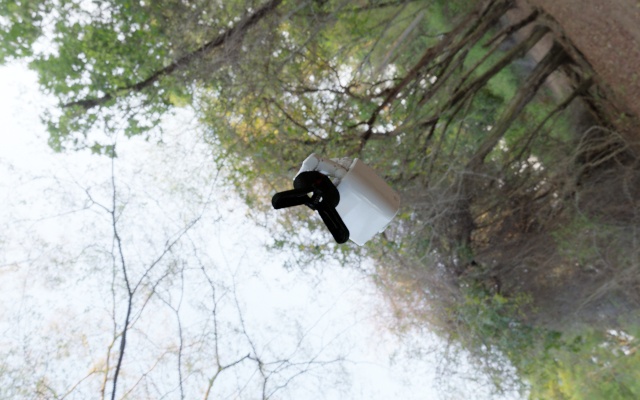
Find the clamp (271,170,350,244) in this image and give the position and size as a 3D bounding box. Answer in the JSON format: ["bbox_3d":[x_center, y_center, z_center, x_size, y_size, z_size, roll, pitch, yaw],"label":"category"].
[{"bbox_3d":[0.000,0.003,0.721,0.120,0.039,0.171,38,26,-3],"label":"clamp"}]
